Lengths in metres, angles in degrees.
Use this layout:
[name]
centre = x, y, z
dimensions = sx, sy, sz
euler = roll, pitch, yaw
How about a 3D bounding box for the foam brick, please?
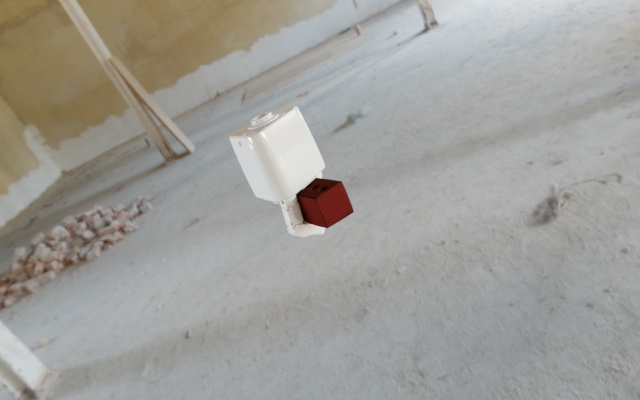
[foam brick]
centre = 0.000, 0.002, 0.708
dimensions = 0.053, 0.051, 0.078
euler = -32, 23, -27
